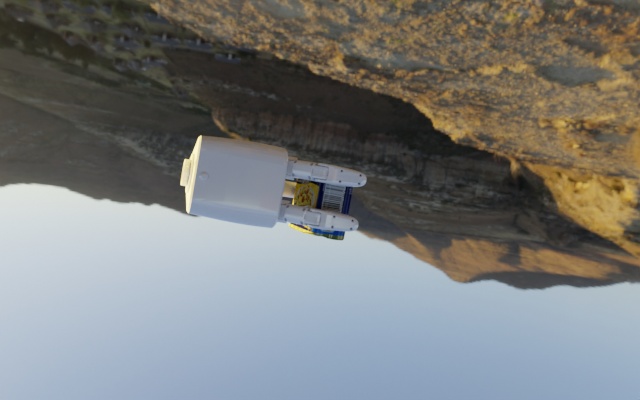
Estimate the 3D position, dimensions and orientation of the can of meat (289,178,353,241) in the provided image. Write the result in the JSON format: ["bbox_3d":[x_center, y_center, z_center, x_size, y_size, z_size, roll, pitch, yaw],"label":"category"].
[{"bbox_3d":[0.000,0.002,0.626,0.057,0.084,0.102,10,1,-24],"label":"can of meat"}]
